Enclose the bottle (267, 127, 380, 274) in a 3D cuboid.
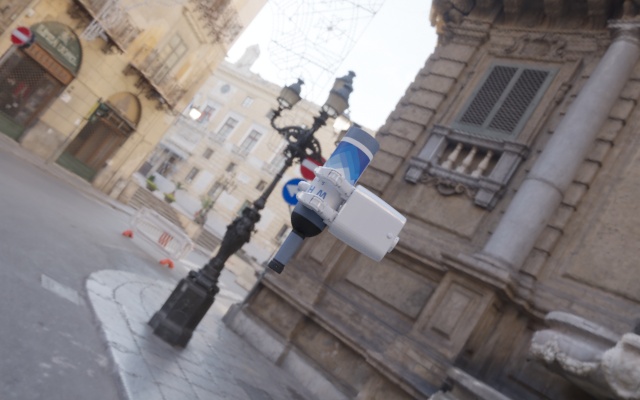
[{"bbox_3d":[0.000,0.003,0.862,0.069,0.295,0.069,33,-10,7],"label":"bottle"}]
